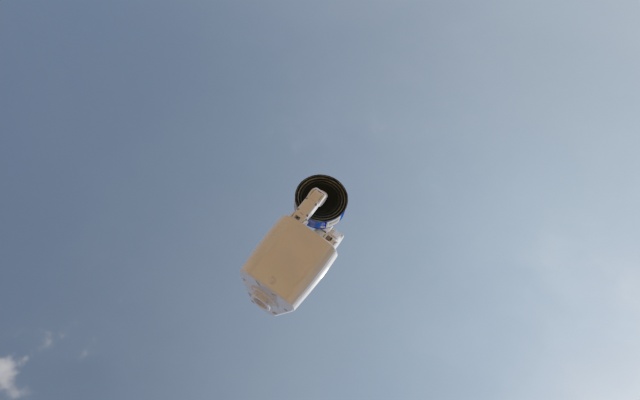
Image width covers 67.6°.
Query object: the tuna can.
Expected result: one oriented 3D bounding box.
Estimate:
[{"bbox_3d":[0.000,0.003,0.775,0.086,0.086,0.034,0,-28,-7],"label":"tuna can"}]
